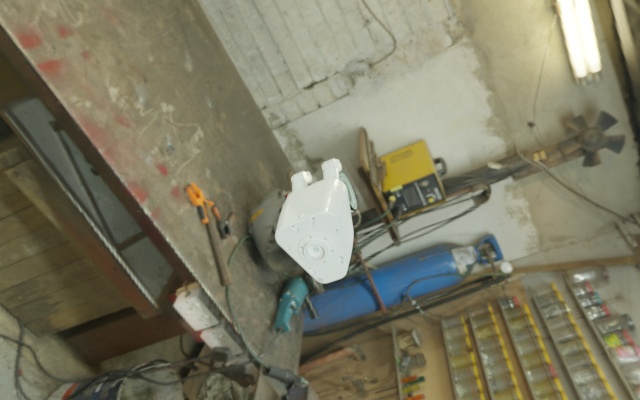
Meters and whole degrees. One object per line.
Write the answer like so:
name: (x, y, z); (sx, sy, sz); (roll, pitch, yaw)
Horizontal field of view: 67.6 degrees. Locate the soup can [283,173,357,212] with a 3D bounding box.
soup can: (0.001, 0.002, 0.778); (0.102, 0.068, 0.068); (-22, -6, 16)
